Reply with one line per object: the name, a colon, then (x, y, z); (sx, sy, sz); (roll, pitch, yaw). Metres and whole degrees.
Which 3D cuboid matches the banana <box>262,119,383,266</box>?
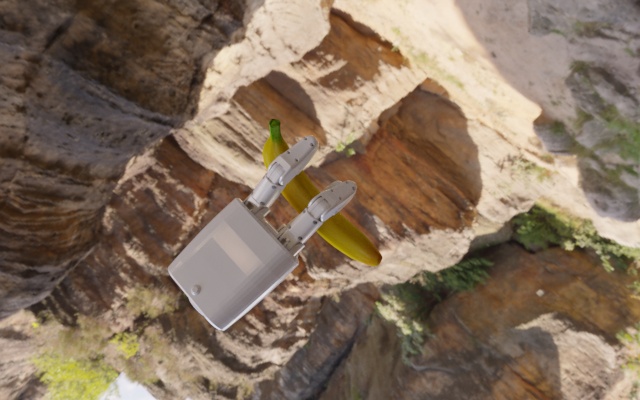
banana: (-0.007, 0.001, 0.544); (0.037, 0.198, 0.069); (-41, 6, -18)
